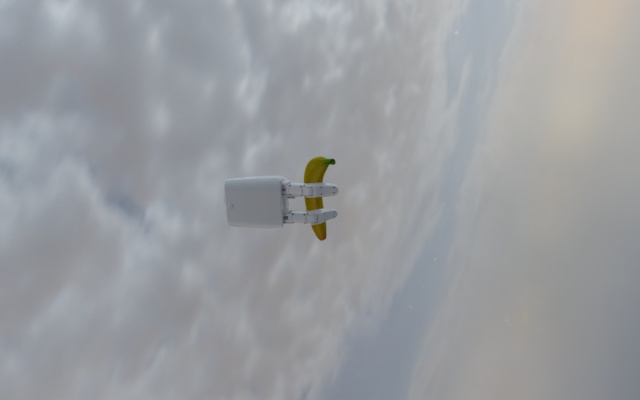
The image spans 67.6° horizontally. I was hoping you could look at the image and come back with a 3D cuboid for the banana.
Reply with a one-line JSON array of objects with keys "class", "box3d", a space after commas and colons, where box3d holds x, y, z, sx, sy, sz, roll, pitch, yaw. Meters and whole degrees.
[{"class": "banana", "box3d": [-0.007, -0.011, 0.910, 0.037, 0.198, 0.069, -15, 43, -20]}]
